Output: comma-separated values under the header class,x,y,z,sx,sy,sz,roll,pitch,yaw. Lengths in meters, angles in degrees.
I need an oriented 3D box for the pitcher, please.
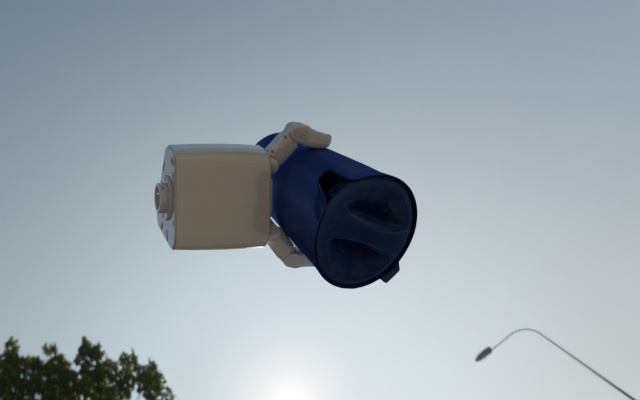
class,x,y,z,sx,sy,sz,roll,pitch,yaw
pitcher,0.000,0.002,0.600,0.145,0.149,0.242,-1,22,-30
